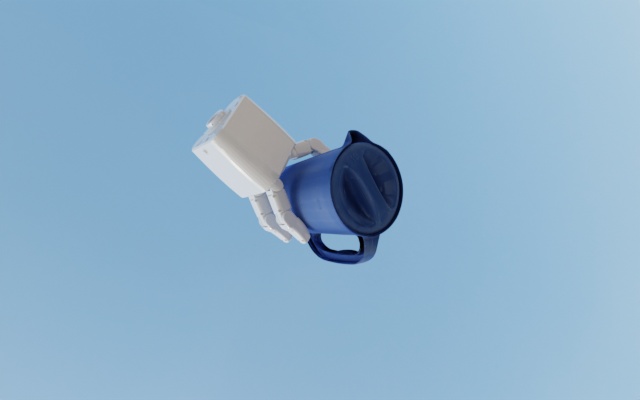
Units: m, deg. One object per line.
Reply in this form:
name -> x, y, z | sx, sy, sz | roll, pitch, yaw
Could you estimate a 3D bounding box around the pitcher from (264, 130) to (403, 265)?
pitcher -> 0.000, 0.002, 0.741 | 0.145, 0.149, 0.243 | 43, -27, -25
